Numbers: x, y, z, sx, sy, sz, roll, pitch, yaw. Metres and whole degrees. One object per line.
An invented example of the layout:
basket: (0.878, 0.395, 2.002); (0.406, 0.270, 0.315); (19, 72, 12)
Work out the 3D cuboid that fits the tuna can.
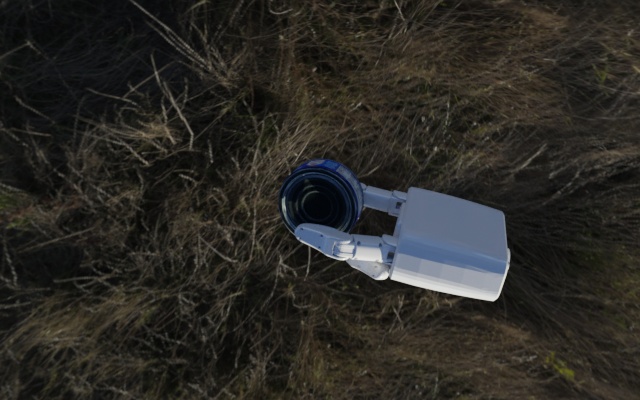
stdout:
tuna can: (0.000, 0.002, 0.495); (0.086, 0.086, 0.033); (0, 19, 16)
